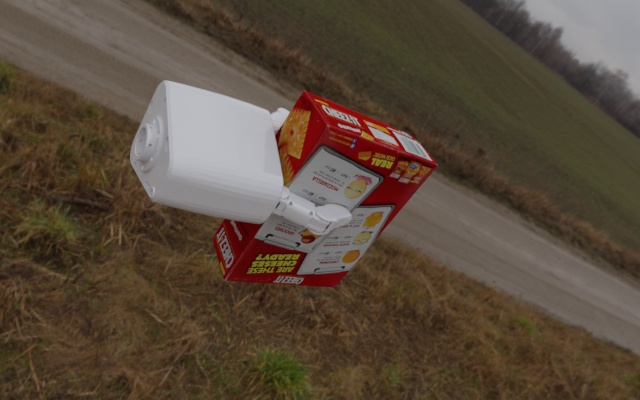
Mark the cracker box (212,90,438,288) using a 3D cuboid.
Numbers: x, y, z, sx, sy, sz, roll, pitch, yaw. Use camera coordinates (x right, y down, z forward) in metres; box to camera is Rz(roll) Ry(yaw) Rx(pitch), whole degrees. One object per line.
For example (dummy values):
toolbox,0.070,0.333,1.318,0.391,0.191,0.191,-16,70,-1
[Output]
cracker box,0.000,0.002,0.536,0.164,0.214,0.072,12,36,-39
